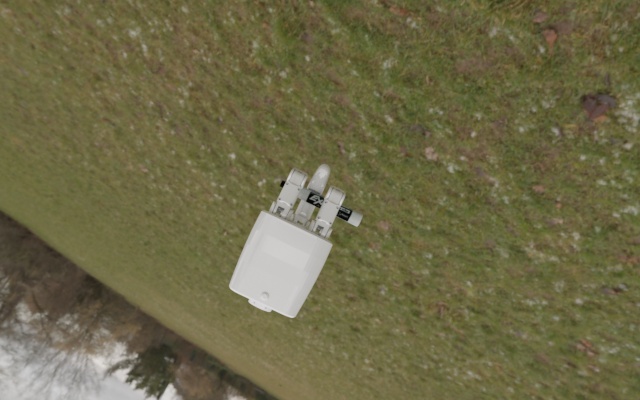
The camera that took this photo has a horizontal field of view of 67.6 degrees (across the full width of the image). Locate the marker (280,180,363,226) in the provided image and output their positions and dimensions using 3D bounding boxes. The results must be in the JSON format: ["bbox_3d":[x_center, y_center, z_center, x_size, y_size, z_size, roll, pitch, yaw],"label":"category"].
[{"bbox_3d":[0.000,0.002,0.658,0.121,0.020,0.020,25,-1,-1],"label":"marker"}]
